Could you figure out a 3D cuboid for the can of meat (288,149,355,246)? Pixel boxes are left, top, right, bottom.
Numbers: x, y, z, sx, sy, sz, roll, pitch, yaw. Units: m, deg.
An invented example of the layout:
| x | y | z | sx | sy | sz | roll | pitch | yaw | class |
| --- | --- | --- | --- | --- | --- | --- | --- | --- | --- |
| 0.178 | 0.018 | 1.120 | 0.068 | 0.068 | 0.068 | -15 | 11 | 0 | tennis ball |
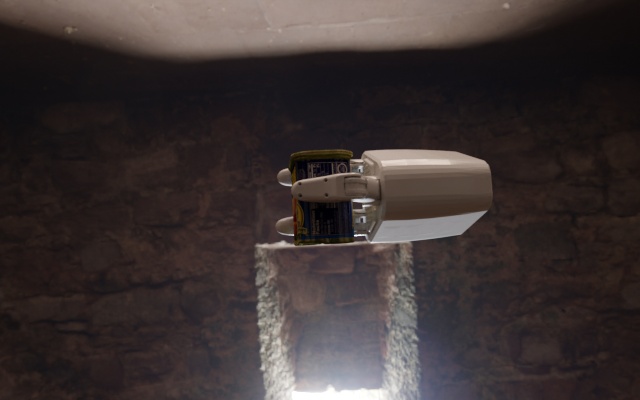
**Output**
| x | y | z | sx | sy | sz | roll | pitch | yaw | class |
| --- | --- | --- | --- | --- | --- | --- | --- | --- | --- |
| 0.000 | 0.002 | 0.467 | 0.057 | 0.084 | 0.102 | -3 | -5 | -7 | can of meat |
